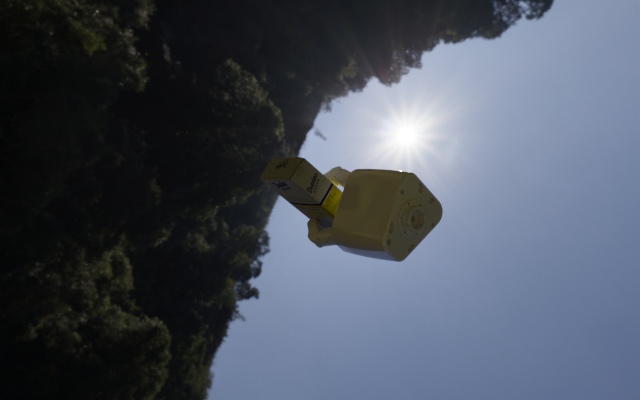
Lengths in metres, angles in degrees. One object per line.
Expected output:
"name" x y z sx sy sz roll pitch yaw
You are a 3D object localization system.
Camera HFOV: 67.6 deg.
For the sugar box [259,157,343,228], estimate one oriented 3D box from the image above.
"sugar box" 0.001 0.002 0.727 0.176 0.048 0.093 43 -21 -29
